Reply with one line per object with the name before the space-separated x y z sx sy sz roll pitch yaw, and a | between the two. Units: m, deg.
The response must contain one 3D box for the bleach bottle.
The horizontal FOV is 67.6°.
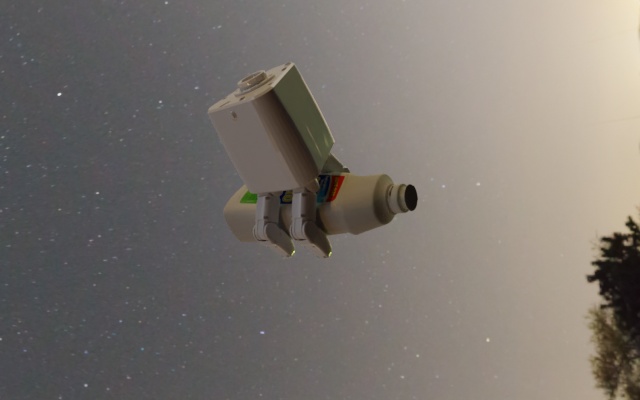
bleach bottle | 0.000 0.002 0.572 0.251 0.068 0.102 -6 31 39
